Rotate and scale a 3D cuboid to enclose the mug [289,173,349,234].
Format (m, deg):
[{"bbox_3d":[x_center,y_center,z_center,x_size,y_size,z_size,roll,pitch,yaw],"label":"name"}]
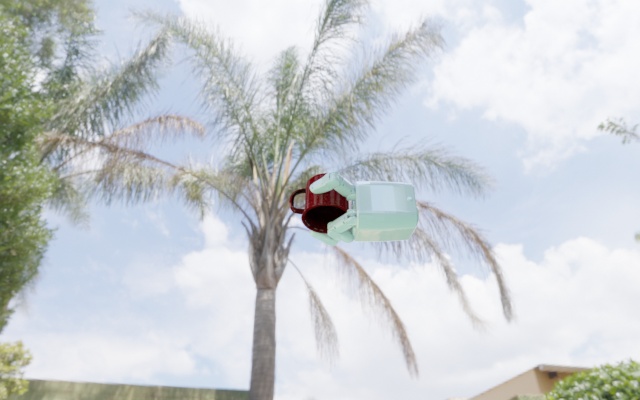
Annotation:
[{"bbox_3d":[-0.001,0.003,0.895,0.117,0.081,0.093,1,-38,0],"label":"mug"}]
